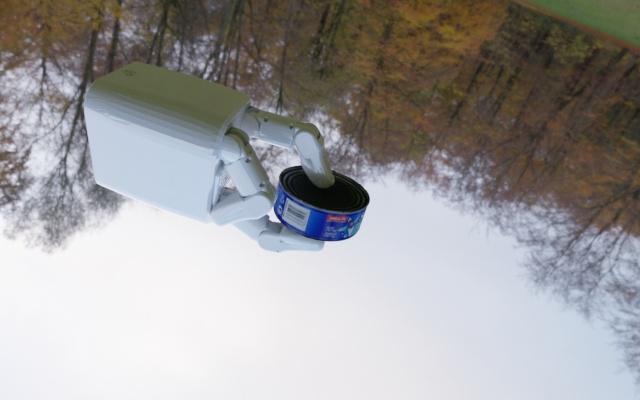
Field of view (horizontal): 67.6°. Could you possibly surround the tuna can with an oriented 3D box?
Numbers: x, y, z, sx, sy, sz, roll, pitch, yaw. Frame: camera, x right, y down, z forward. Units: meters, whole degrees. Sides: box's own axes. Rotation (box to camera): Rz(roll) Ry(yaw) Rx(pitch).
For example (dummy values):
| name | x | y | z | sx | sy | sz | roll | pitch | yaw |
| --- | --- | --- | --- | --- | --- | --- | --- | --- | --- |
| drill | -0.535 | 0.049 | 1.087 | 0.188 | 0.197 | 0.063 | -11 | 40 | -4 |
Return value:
| name | x | y | z | sx | sy | sz | roll | pitch | yaw |
| --- | --- | --- | --- | --- | --- | --- | --- | --- | --- |
| tuna can | 0.000 | 0.002 | 0.442 | 0.086 | 0.034 | 0.086 | 13 | 27 | -7 |
